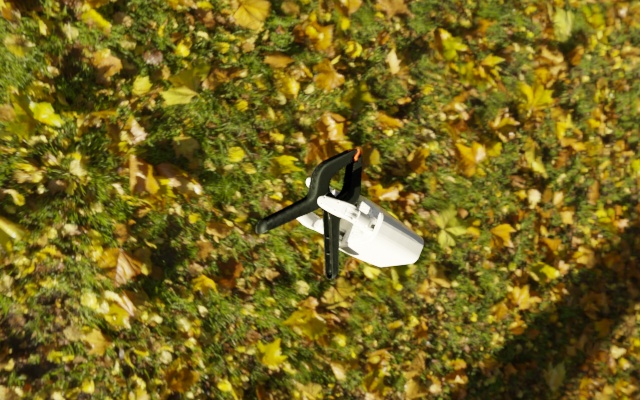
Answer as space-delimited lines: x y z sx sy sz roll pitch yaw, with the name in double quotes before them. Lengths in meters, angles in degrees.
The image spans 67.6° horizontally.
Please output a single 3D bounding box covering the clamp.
"clamp" 0.001 0.002 0.751 0.164 0.210 0.036 29 -11 -32
